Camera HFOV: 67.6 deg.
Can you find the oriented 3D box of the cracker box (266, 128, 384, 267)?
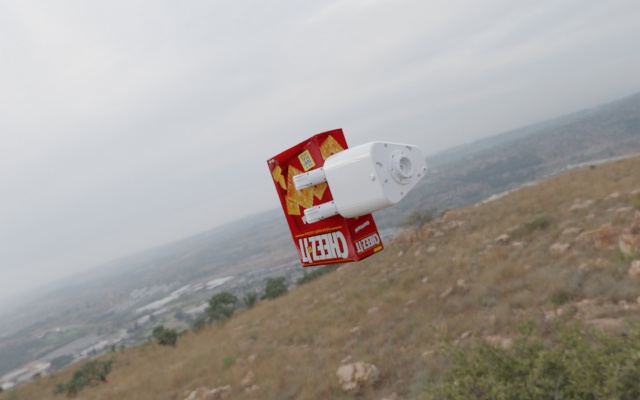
[{"bbox_3d":[0.000,0.002,0.827,0.072,0.213,0.164,-20,2,-37],"label":"cracker box"}]
